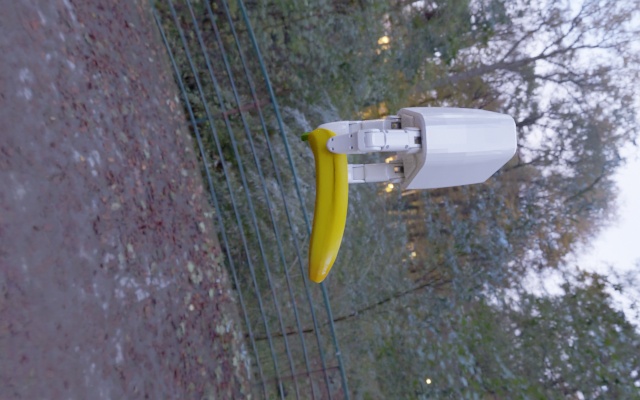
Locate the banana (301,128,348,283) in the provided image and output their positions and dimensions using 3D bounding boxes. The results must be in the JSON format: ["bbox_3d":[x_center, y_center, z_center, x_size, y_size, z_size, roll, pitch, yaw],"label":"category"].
[{"bbox_3d":[0.007,-0.010,0.537,0.037,0.197,0.070,9,-31,-19],"label":"banana"}]
